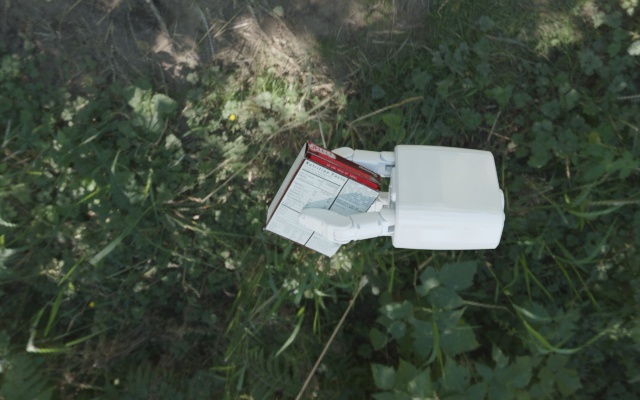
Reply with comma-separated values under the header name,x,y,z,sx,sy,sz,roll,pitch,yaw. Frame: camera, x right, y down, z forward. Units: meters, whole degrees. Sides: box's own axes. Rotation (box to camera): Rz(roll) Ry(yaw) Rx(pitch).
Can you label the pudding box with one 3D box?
name,x,y,z,sx,sy,sz,roll,pitch,yaw
pudding box,0.000,0.002,0.520,0.090,0.113,0.039,25,34,-12
